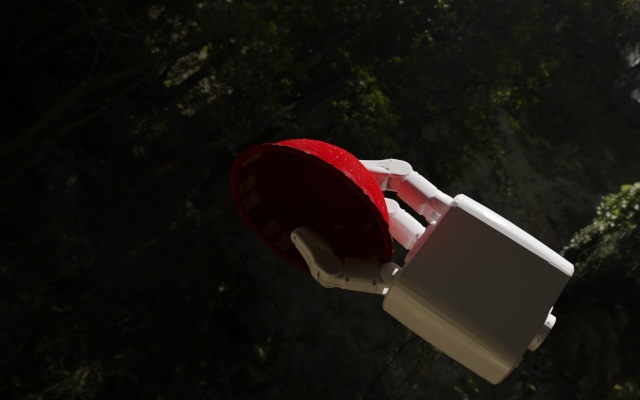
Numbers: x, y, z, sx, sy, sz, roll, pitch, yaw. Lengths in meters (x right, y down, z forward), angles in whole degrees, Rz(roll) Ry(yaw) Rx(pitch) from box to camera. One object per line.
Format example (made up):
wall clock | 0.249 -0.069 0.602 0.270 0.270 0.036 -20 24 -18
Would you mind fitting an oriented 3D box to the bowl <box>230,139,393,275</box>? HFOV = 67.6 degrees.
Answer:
bowl | -0.001 0.000 0.429 0.162 0.162 0.055 0 41 39
